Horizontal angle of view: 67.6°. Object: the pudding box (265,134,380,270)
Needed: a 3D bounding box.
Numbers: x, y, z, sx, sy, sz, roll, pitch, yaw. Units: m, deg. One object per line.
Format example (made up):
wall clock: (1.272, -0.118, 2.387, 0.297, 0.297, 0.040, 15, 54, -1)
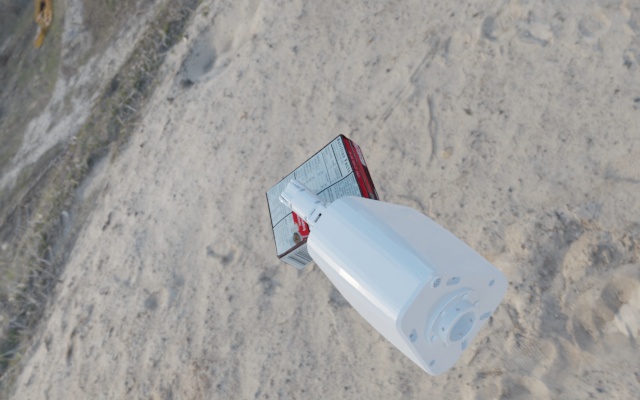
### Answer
pudding box: (0.000, 0.002, 0.476, 0.113, 0.090, 0.039, -34, -42, 23)
